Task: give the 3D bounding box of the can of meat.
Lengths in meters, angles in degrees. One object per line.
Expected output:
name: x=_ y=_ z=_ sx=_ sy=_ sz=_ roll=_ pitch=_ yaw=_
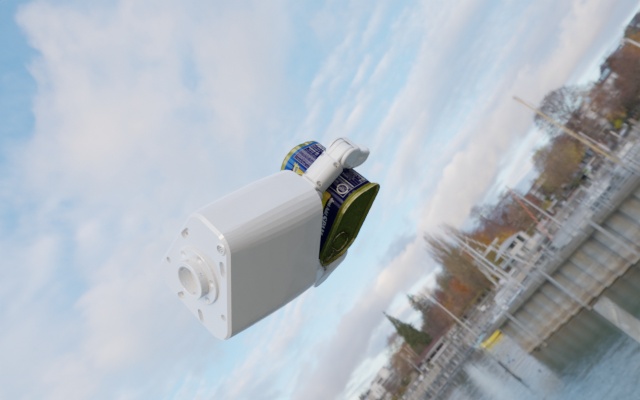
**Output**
can of meat: x=0.000 y=0.001 z=0.484 sx=0.084 sy=0.102 sz=0.057 roll=39 pitch=43 yaw=21
